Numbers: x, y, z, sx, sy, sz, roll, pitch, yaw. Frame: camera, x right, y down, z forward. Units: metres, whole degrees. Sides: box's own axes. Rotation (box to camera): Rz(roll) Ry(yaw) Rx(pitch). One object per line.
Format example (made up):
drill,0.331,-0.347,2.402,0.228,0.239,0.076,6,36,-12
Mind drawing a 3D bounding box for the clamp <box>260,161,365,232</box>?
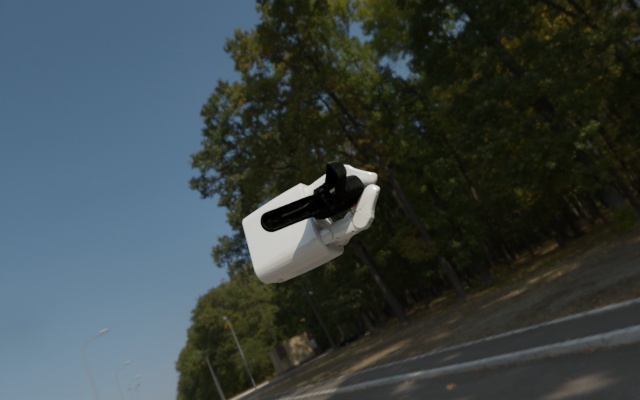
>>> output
clamp,0.000,0.001,0.595,0.120,0.039,0.171,-29,-15,15
